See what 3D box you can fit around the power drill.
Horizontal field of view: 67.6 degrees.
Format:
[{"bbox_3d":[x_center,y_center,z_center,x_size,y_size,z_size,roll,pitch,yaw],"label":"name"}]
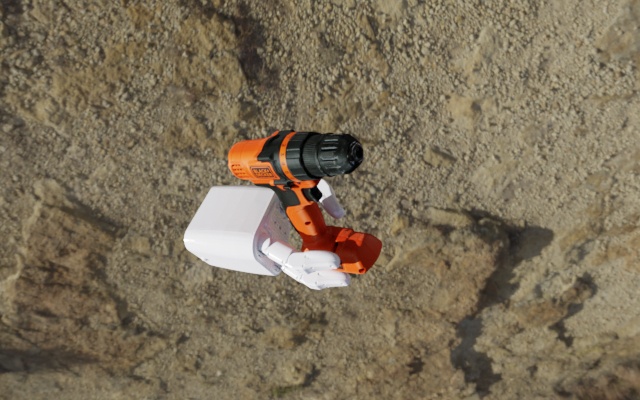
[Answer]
[{"bbox_3d":[0.000,0.002,0.545,0.184,0.188,0.057,4,45,44],"label":"power drill"}]
